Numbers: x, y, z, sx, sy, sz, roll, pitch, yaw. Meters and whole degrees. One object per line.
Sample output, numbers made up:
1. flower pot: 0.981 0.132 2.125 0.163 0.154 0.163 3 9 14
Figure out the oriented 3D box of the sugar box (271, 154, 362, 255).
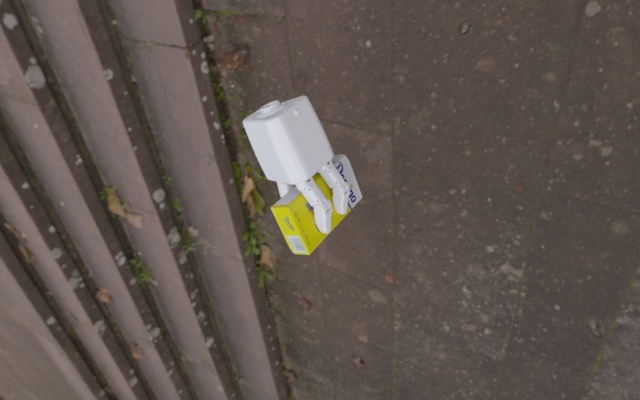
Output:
1. sugar box: 0.000 0.003 0.802 0.048 0.093 0.176 0 33 42
